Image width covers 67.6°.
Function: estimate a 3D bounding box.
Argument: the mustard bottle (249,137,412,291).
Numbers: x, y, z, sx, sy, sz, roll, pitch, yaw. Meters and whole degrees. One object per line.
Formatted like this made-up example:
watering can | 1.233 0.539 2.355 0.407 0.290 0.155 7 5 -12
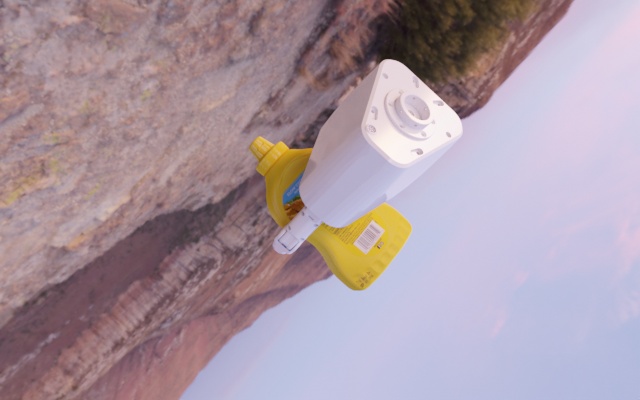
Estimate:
mustard bottle | 0.000 0.002 0.513 0.191 0.096 0.058 42 -15 -3
